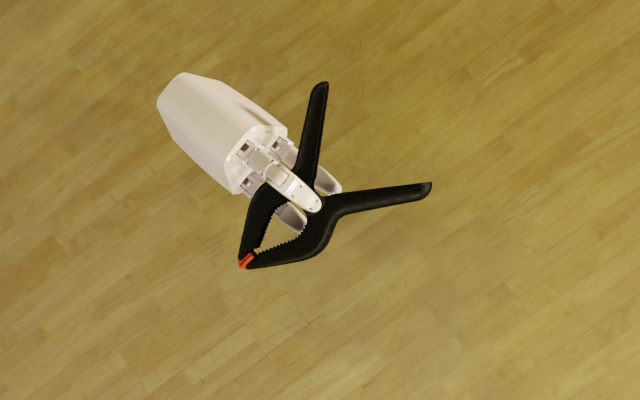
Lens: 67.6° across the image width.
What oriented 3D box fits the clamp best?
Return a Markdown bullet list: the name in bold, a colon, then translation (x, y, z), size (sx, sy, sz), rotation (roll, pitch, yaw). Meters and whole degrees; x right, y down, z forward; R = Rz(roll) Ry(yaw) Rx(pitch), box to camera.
- **clamp**: translation (-0.001, 0.002, 0.499), size (0.164, 0.210, 0.036), rotation (39, 1, 9)
